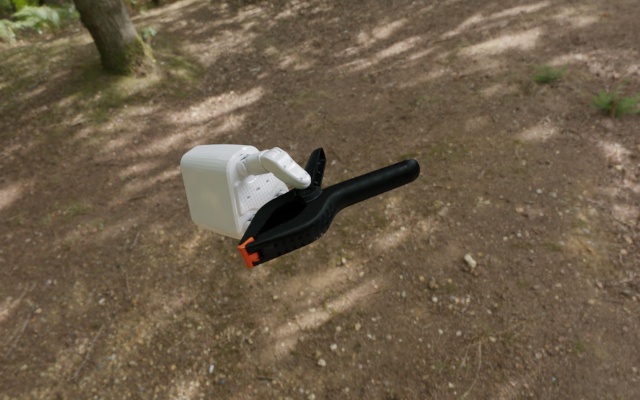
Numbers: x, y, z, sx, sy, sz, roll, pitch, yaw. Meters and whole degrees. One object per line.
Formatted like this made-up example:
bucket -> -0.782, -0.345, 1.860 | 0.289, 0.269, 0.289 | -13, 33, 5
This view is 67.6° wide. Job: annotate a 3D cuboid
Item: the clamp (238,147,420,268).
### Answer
clamp -> -0.001, 0.001, 0.526 | 0.164, 0.036, 0.210 | 6, 38, 41
